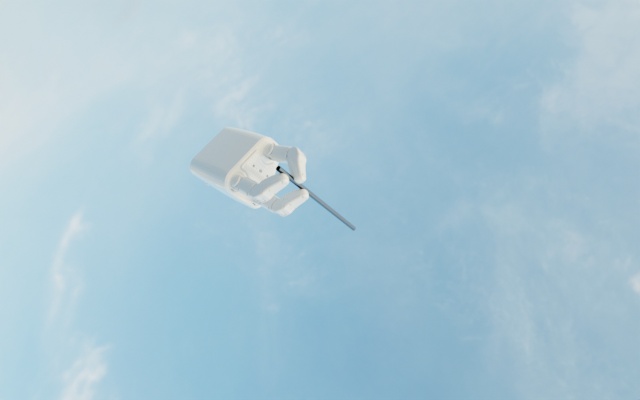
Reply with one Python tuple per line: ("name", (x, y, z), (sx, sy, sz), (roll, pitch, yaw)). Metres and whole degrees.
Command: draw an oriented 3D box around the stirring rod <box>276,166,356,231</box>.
("stirring rod", (0.000, 0.002, 0.767), (0.011, 0.011, 0.240), (0, -24, 33))
